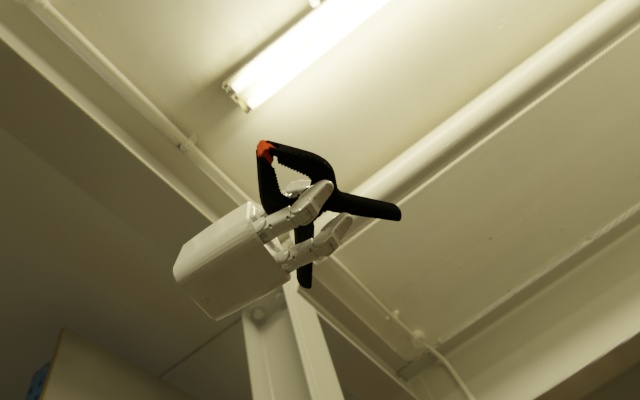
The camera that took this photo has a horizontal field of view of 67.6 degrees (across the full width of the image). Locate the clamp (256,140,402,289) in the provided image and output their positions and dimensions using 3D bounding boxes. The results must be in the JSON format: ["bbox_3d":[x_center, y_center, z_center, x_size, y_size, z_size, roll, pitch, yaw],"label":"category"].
[{"bbox_3d":[-0.001,0.001,0.583,0.164,0.210,0.036,-33,34,0],"label":"clamp"}]
